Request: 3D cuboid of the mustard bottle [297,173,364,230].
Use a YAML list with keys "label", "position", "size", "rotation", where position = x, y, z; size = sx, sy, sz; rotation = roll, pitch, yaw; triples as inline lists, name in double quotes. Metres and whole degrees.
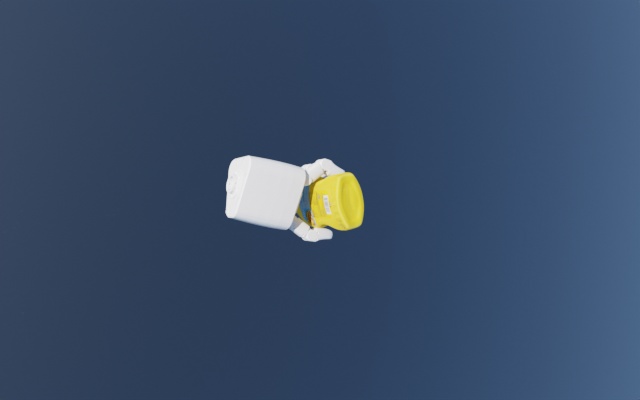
- label: "mustard bottle"
  position: [0.001, 0.003, 0.874]
  size: [0.058, 0.096, 0.191]
  rotation: [-16, 8, -31]
